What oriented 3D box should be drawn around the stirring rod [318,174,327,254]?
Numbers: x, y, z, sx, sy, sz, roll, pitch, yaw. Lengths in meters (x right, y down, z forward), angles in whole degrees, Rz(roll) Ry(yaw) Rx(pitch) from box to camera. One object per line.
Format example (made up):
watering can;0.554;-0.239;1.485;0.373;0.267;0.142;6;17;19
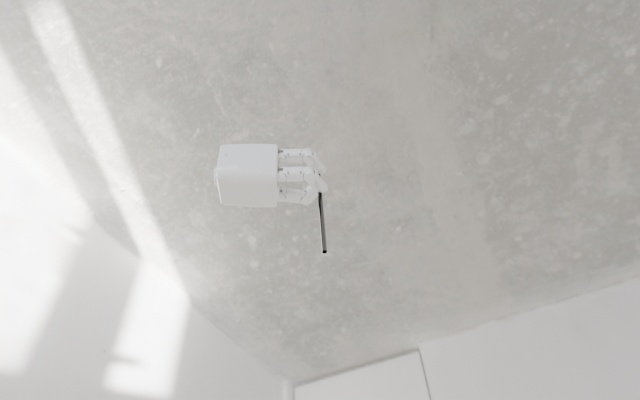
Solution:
stirring rod;0.000;0.003;0.853;0.011;0.011;0.239;0;41;-4
